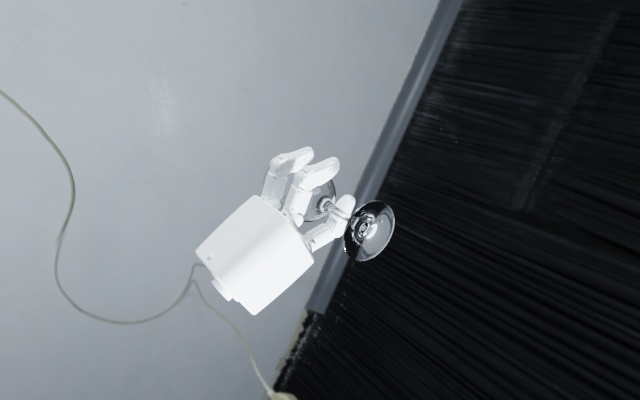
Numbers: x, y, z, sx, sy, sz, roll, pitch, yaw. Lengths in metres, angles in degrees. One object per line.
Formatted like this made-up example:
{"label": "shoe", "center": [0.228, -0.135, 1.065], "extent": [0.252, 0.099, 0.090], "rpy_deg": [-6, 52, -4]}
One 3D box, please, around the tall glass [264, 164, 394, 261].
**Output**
{"label": "tall glass", "center": [0.001, 0.002, 0.615], "extent": [0.079, 0.079, 0.201], "rpy_deg": [0, 20, -36]}
